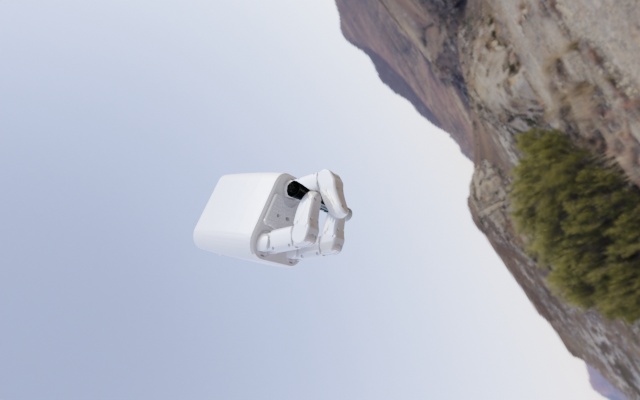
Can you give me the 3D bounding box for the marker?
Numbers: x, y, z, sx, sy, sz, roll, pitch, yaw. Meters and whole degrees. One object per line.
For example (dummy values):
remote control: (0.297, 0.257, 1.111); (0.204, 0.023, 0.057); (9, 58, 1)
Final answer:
marker: (0.000, 0.002, 0.562); (0.020, 0.020, 0.121); (0, -16, 35)
